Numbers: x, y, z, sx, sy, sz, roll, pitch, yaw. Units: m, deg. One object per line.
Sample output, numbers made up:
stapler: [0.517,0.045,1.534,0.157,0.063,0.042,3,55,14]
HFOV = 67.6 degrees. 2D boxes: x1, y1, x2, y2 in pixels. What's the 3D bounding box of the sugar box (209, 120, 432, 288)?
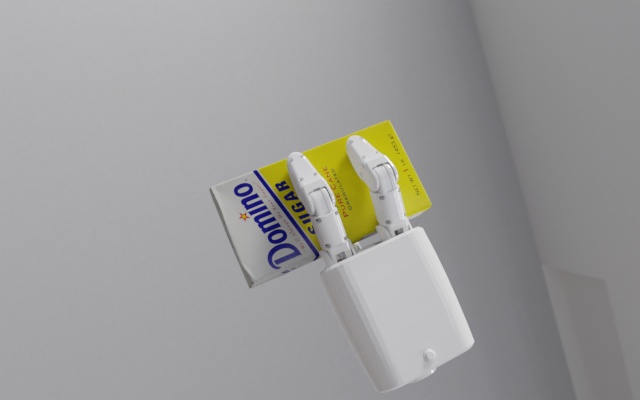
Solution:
sugar box: [0.000,0.001,0.431,0.176,0.093,0.048,-22,-11,-15]
